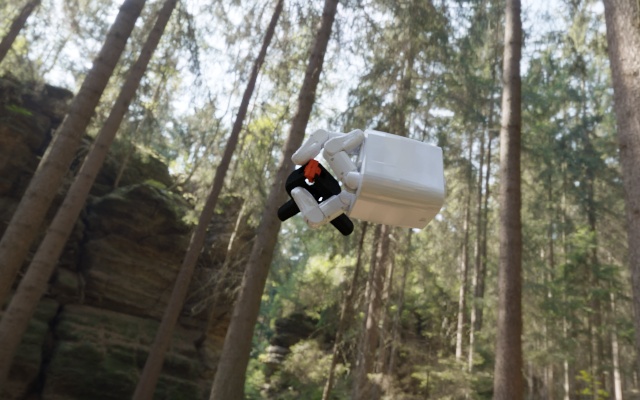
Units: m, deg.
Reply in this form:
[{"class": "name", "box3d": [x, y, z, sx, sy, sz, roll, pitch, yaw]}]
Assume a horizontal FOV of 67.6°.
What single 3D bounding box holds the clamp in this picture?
[{"class": "clamp", "box3d": [0.000, 0.002, 0.682, 0.120, 0.039, 0.171, 11, -25, -2]}]
